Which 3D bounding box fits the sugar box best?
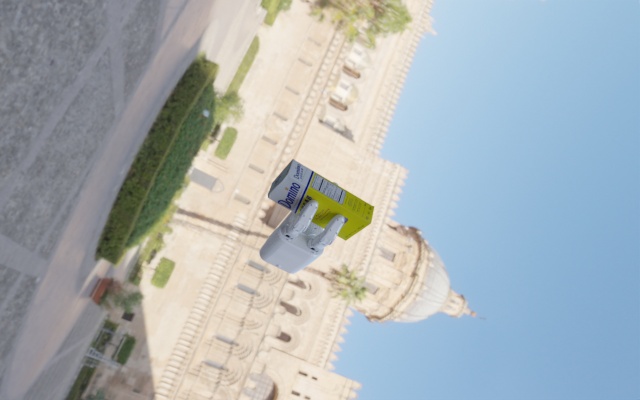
[{"bbox_3d":[0.000,0.003,0.861,0.176,0.048,0.093,27,-36,-15],"label":"sugar box"}]
